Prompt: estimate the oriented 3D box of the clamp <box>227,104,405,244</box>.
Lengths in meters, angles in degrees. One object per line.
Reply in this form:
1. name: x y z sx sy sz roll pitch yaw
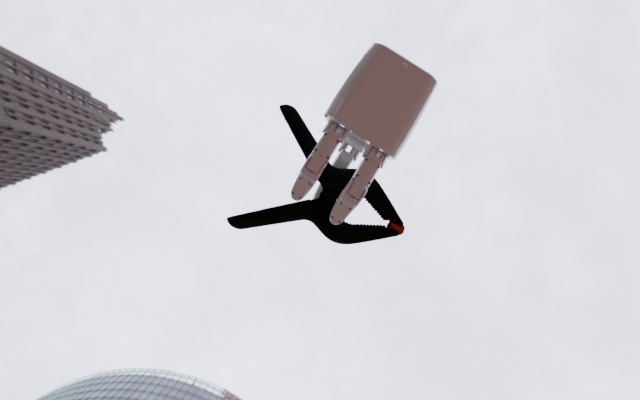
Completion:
1. clamp: 0.001 0.002 0.589 0.210 0.164 0.036 32 -1 -1
